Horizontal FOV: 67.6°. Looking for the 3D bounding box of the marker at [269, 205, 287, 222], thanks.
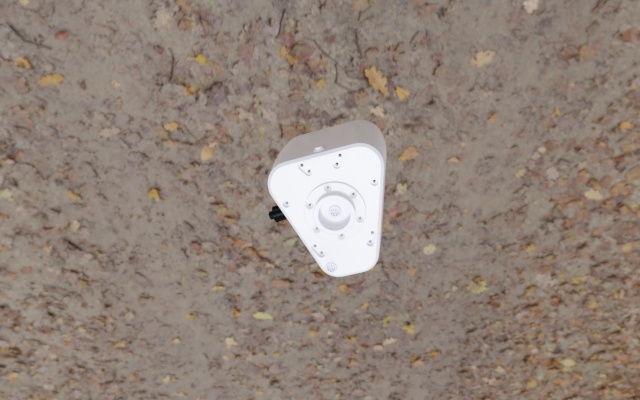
[{"bbox_3d":[0.000,0.002,0.531,0.121,0.020,0.020,-15,-3,9],"label":"marker"}]
